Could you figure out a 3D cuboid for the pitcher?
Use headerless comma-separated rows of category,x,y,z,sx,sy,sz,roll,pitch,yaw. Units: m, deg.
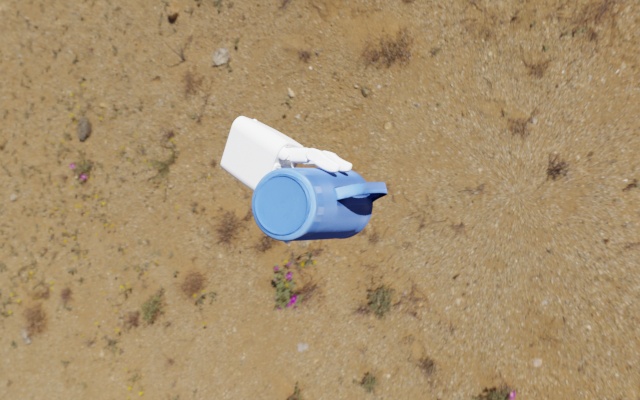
pitcher,0.000,0.003,0.795,0.145,0.149,0.243,33,13,20
